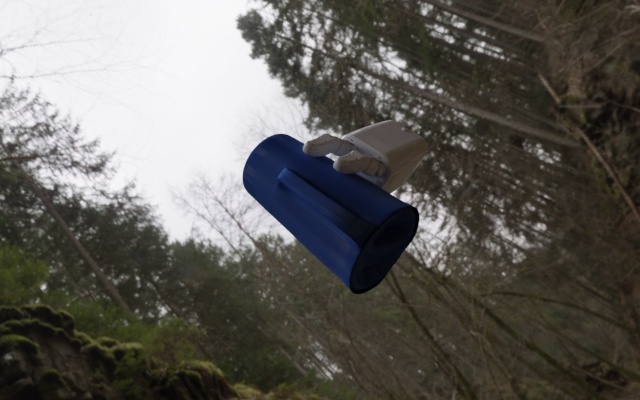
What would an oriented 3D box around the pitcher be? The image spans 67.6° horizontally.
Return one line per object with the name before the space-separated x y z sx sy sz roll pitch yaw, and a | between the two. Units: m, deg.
pitcher | 0.000 0.002 0.650 0.145 0.149 0.242 -28 51 -37
